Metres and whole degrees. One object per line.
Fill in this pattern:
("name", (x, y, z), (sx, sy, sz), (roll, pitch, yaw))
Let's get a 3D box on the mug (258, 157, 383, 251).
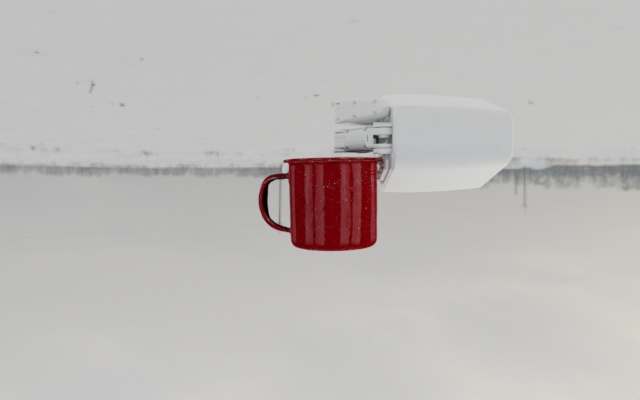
("mug", (-0.001, 0.002, 0.447), (0.117, 0.081, 0.093), (-1, 3, 1))
